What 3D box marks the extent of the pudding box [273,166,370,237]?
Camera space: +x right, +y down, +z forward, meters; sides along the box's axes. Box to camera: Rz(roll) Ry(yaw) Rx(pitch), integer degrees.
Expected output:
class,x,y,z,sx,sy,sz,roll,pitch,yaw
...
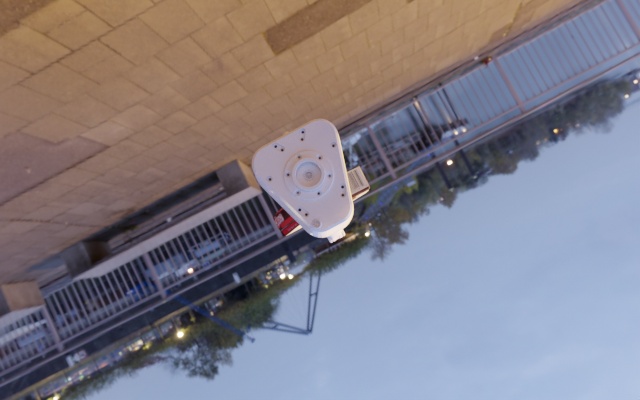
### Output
class,x,y,z,sx,sy,sz,roll,pitch,yaw
pudding box,0.000,0.002,0.653,0.113,0.039,0.090,-24,-6,-30
